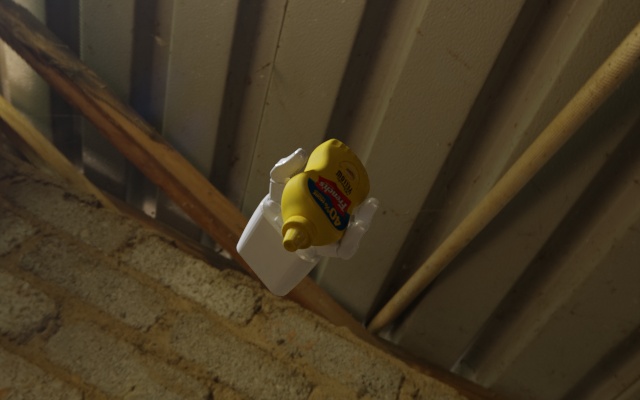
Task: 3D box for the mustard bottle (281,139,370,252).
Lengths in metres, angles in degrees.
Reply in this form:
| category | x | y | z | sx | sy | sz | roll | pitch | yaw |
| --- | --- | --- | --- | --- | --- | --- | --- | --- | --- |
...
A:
| category | x | y | z | sx | sy | sz | roll | pitch | yaw |
| --- | --- | --- | --- | --- | --- | --- | --- | --- | --- |
| mustard bottle | 0.000 | 0.002 | 0.609 | 0.058 | 0.096 | 0.191 | -23 | 19 | 36 |
